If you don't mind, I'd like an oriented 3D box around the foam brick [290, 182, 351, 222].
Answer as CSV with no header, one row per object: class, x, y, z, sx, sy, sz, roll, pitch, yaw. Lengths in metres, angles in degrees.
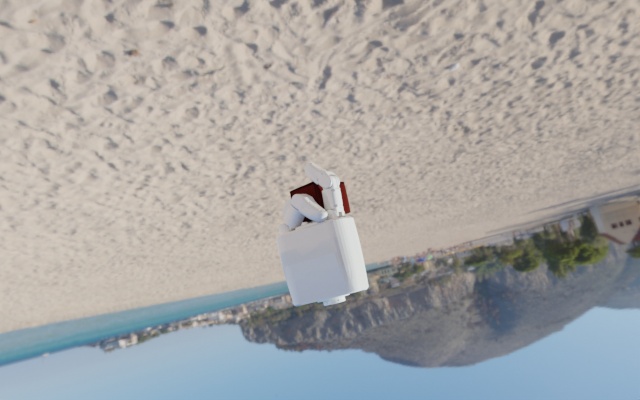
foam brick,0.000,0.002,0.736,0.053,0.051,0.078,-21,-12,38
